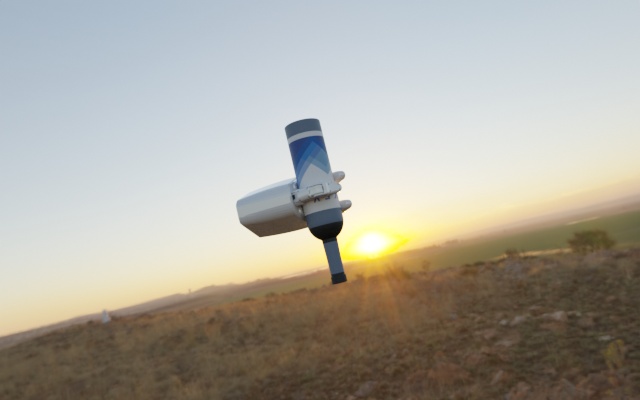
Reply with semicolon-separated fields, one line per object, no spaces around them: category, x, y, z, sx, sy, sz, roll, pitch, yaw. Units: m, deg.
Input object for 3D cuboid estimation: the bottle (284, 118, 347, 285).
bottle;0.000;0.003;0.857;0.069;0.295;0.069;-13;-7;-2
